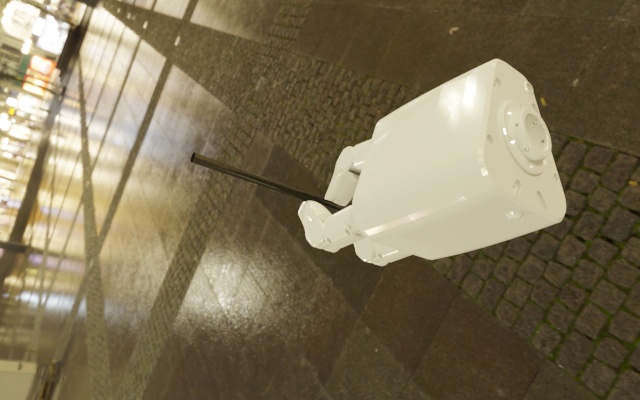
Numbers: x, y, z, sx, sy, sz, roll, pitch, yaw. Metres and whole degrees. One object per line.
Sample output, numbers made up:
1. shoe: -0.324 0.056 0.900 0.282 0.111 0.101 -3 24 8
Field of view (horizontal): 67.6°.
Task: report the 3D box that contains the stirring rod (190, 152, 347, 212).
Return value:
1. stirring rod: 0.000 0.001 0.422 0.239 0.011 0.011 19 -11 -32
